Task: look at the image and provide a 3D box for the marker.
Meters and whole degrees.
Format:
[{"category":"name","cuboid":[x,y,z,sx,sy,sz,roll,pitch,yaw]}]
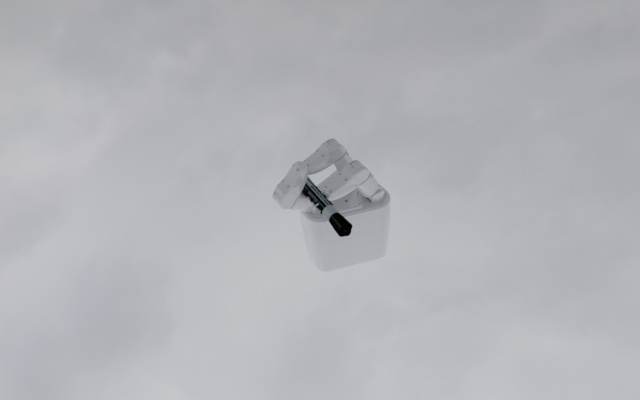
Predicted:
[{"category":"marker","cuboid":[0.000,0.002,0.555,0.020,0.020,0.121,0,34,-37]}]
